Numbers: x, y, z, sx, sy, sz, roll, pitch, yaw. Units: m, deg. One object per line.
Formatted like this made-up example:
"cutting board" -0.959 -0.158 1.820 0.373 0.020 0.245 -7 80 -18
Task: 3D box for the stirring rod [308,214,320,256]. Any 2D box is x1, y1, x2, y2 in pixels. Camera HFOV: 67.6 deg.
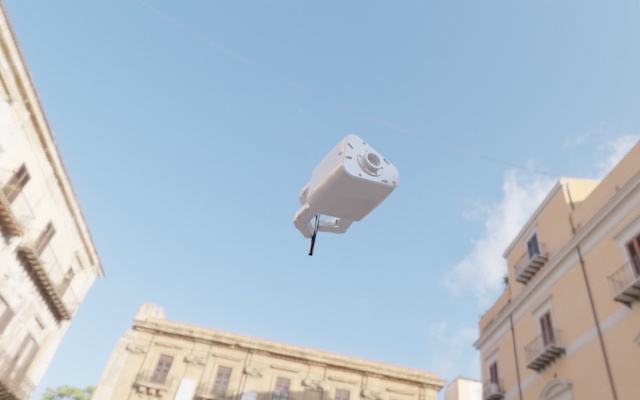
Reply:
"stirring rod" 0.000 0.003 0.893 0.011 0.239 0.011 6 -41 5
